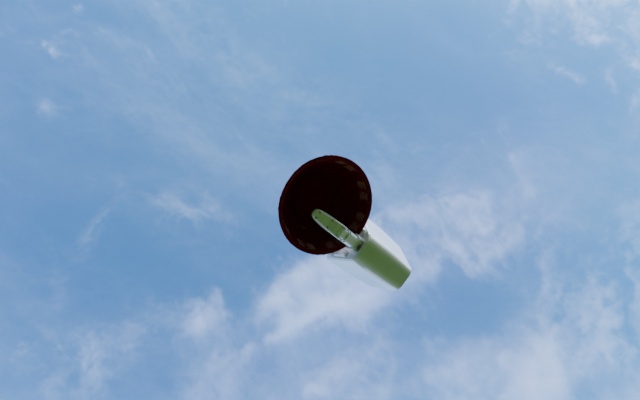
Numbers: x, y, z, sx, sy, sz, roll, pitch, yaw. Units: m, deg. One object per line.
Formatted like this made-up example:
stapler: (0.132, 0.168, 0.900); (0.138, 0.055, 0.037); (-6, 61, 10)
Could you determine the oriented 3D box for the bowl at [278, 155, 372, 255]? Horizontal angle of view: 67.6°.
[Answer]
bowl: (-0.001, 0.001, 0.764); (0.162, 0.162, 0.055); (0, 16, -26)
